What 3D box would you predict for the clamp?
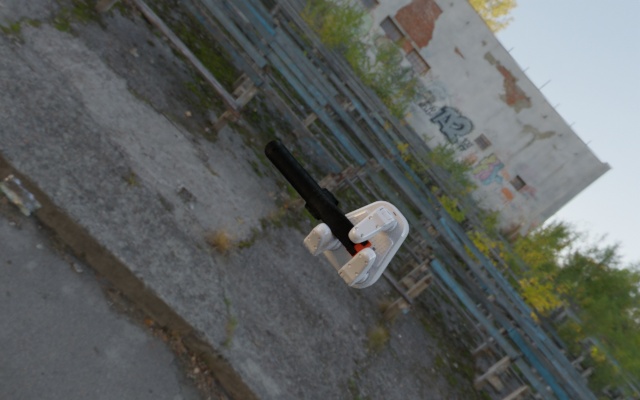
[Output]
[{"bbox_3d":[0.001,0.002,0.603,0.039,0.171,0.120,-40,-13,7],"label":"clamp"}]
